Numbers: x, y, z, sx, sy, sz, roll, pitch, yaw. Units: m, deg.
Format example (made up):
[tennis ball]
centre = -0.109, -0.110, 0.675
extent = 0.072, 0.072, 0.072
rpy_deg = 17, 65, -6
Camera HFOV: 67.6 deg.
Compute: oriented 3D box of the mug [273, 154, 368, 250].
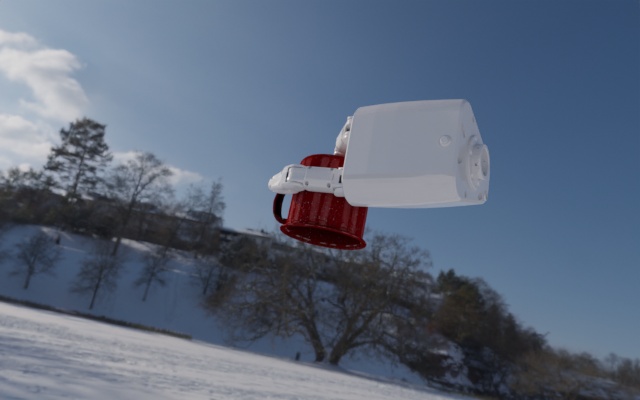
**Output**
[mug]
centre = -0.001, 0.002, 0.520
extent = 0.117, 0.081, 0.093
rpy_deg = 1, -19, 32
